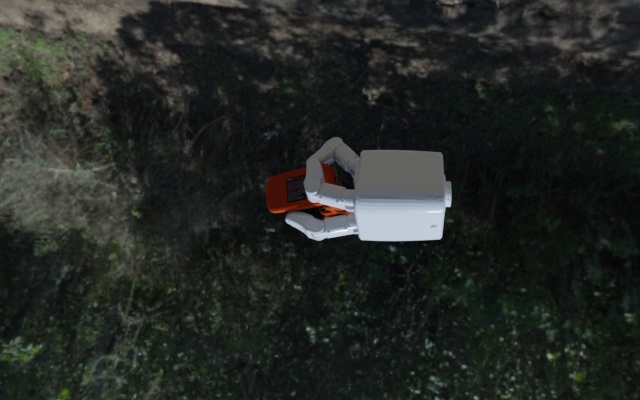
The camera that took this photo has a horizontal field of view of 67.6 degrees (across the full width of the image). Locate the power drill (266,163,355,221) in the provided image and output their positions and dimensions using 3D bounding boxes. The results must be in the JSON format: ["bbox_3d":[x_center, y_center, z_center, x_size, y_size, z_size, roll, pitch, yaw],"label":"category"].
[{"bbox_3d":[0.000,0.002,0.722,0.184,0.057,0.188,-14,-16,26],"label":"power drill"}]
